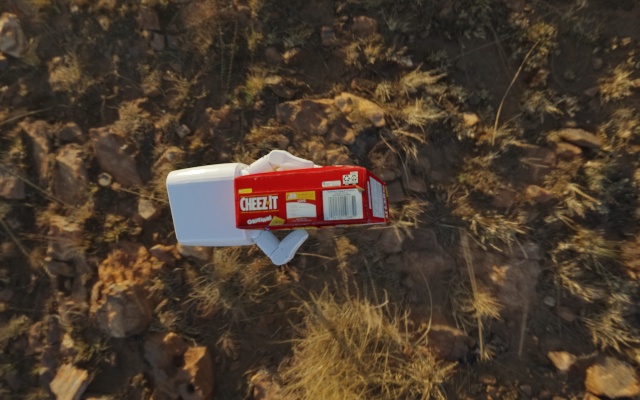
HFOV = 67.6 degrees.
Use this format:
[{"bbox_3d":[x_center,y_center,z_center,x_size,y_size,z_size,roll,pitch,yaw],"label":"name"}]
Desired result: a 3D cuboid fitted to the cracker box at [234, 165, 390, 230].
[{"bbox_3d":[0.000,0.002,0.651,0.164,0.072,0.214,-4,-3,14],"label":"cracker box"}]
